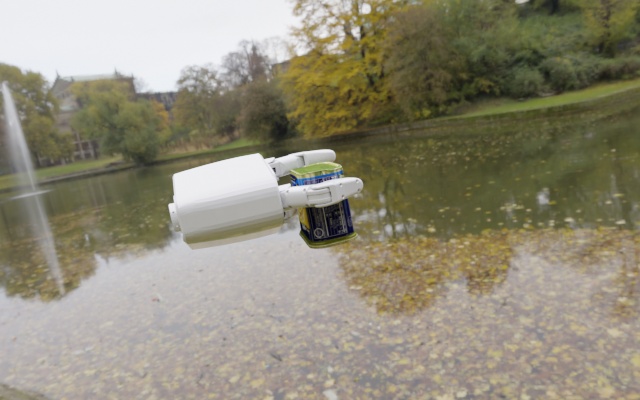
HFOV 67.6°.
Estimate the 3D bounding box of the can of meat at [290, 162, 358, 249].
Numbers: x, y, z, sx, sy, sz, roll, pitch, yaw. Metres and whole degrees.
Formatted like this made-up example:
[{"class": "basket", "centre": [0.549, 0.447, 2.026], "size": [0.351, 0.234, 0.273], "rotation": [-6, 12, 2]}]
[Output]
[{"class": "can of meat", "centre": [0.000, 0.002, 0.558], "size": [0.057, 0.084, 0.102], "rotation": [-13, 10, -9]}]
